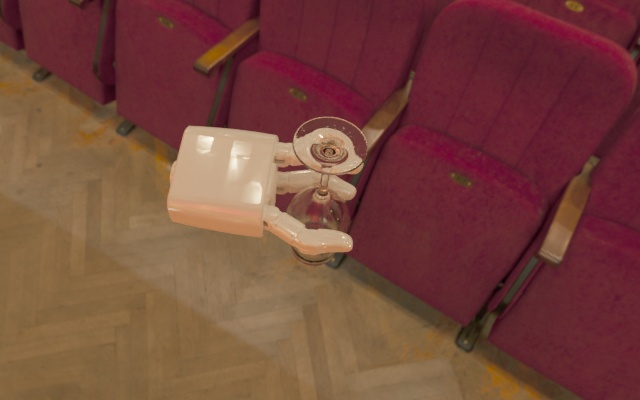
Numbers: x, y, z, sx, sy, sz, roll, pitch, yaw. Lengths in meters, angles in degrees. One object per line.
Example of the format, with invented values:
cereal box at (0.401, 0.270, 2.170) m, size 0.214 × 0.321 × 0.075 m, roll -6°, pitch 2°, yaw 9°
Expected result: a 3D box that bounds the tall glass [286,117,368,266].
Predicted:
tall glass at (0.000, 0.001, 0.544) m, size 0.079 × 0.079 × 0.201 m, roll 0°, pitch -35°, yaw -6°
